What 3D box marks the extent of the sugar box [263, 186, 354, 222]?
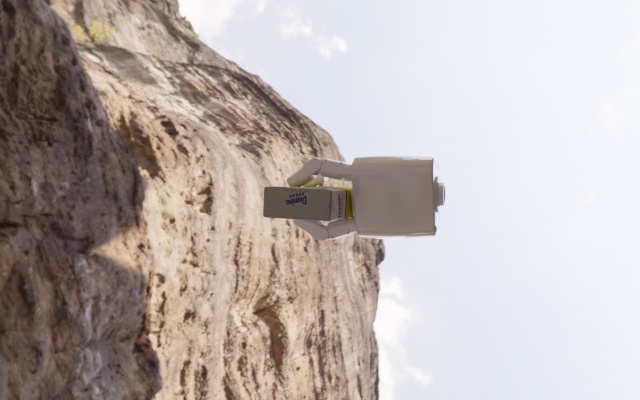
[{"bbox_3d":[0.000,0.002,0.666,0.093,0.048,0.176,3,-1,20],"label":"sugar box"}]
